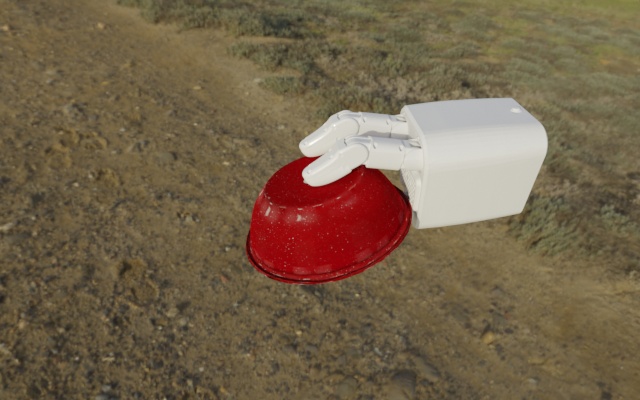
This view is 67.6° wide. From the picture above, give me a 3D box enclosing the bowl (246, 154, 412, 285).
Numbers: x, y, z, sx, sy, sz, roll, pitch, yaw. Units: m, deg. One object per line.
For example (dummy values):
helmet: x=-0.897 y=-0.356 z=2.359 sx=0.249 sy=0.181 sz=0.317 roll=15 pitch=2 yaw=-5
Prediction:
bowl: x=-0.001 y=0.002 z=0.439 sx=0.162 sy=0.055 sz=0.162 roll=-12 pitch=33 yaw=8
